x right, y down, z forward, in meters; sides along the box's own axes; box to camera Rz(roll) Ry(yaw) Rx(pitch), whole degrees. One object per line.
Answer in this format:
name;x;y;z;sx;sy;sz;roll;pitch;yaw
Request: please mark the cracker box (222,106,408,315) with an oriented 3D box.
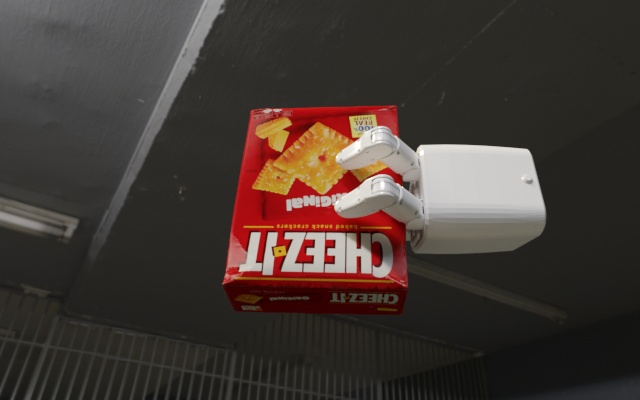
cracker box;0.000;0.002;0.486;0.164;0.213;0.072;0;-34;4
